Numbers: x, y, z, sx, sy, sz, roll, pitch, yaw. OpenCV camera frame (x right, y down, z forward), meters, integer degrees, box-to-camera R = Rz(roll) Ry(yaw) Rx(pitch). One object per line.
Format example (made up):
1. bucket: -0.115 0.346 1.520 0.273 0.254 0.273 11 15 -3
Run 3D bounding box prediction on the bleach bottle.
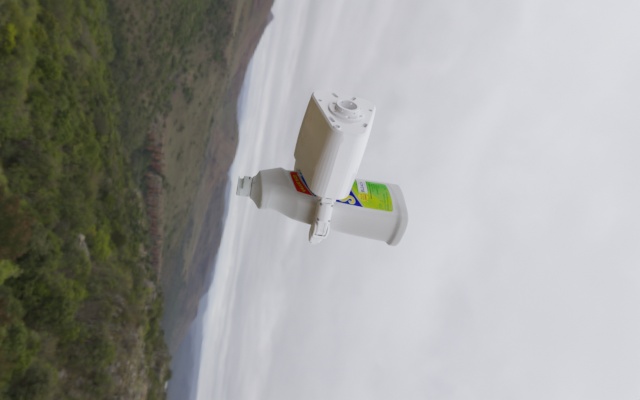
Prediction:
1. bleach bottle: 0.000 0.002 0.718 0.251 0.068 0.102 9 40 -11
